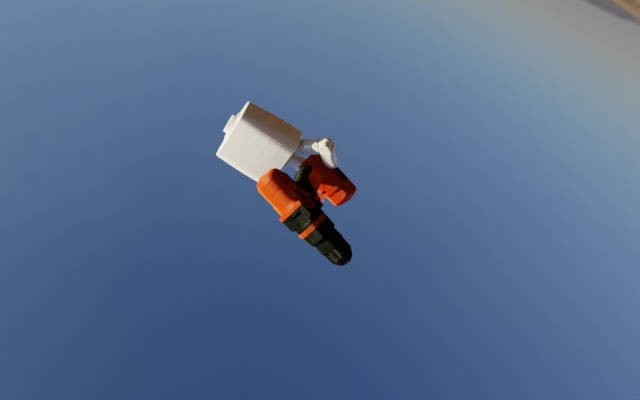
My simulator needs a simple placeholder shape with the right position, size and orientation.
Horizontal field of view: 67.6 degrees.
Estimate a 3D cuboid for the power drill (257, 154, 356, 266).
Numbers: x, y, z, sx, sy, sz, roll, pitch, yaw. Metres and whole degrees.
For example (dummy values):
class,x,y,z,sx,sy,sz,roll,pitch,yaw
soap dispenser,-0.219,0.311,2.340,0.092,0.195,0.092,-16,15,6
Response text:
class,x,y,z,sx,sy,sz,roll,pitch,yaw
power drill,0.000,0.002,0.779,0.057,0.184,0.187,-41,4,26
